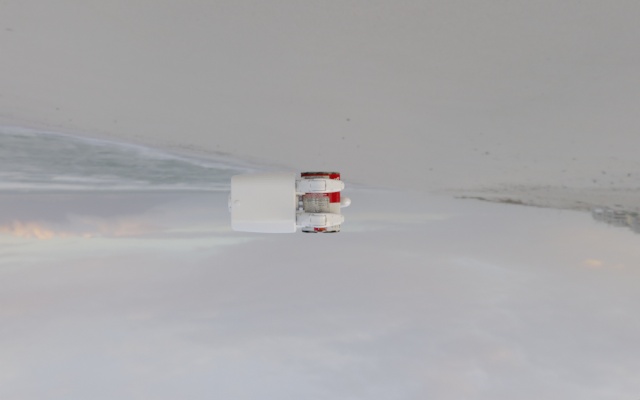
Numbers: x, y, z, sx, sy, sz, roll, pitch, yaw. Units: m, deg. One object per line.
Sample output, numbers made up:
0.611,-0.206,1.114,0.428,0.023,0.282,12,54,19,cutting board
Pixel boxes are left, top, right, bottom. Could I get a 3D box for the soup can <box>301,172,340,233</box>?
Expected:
0.001,0.003,0.814,0.068,0.102,0.068,0,1,0,soup can
